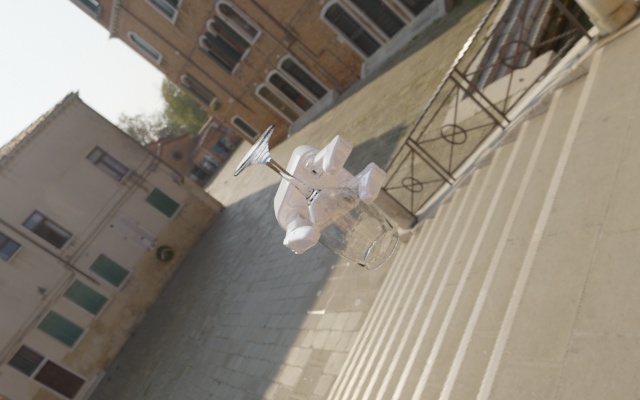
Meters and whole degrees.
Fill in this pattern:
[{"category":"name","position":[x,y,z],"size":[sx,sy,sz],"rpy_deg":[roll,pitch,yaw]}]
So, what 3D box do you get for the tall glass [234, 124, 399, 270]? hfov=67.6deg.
[{"category":"tall glass","position":[0.000,0.002,0.566],"size":[0.201,0.079,0.079],"rpy_deg":[38,-12,-15]}]
